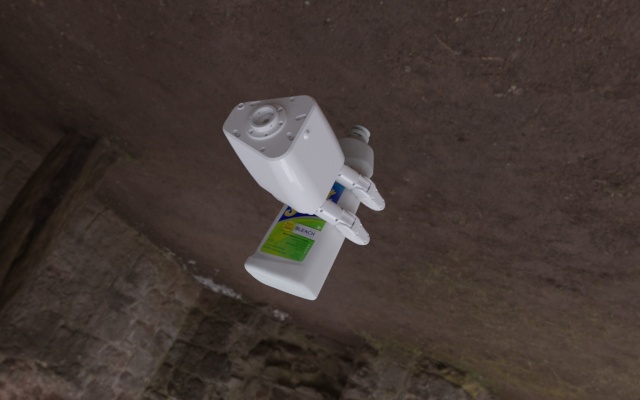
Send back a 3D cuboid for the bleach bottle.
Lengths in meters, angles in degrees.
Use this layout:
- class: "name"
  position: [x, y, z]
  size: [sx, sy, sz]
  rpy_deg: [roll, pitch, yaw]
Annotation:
- class: "bleach bottle"
  position: [0.000, 0.002, 0.649]
  size: [0.102, 0.250, 0.068]
  rpy_deg: [13, -25, 28]
